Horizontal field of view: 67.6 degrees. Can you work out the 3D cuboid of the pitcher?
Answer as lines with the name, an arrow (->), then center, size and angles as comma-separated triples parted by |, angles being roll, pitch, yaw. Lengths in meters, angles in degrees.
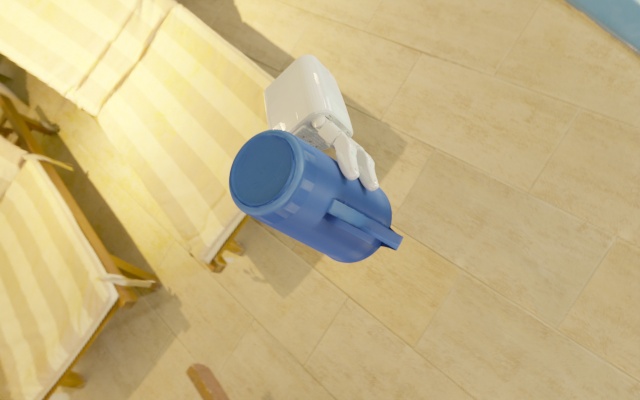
pitcher -> 0.000, 0.002, 0.640 | 0.149, 0.145, 0.243 | -22, -27, 23
